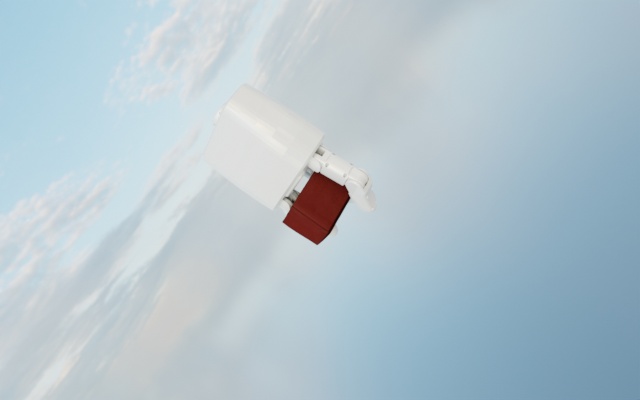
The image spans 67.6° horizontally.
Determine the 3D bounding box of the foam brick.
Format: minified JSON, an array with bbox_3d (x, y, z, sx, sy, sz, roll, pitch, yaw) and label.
[{"bbox_3d":[0.000,0.002,0.546,0.051,0.078,0.053,33,-28,-3],"label":"foam brick"}]
